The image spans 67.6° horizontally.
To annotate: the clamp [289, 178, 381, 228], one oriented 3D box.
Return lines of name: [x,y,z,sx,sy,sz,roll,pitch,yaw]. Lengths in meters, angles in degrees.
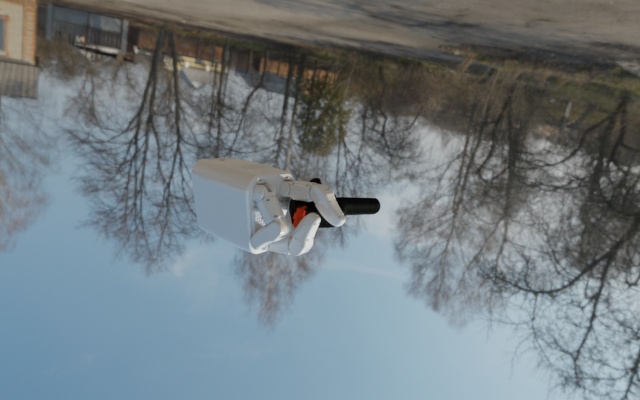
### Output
clamp: [0.000,0.003,0.686,0.120,0.039,0.171,17,15,30]
